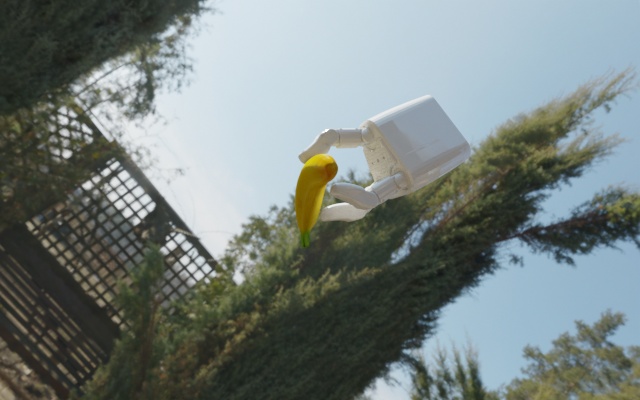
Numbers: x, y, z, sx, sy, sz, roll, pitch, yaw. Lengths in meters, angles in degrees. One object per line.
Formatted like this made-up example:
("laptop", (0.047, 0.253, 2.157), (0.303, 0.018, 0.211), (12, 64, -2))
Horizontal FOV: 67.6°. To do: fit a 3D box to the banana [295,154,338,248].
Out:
("banana", (-0.007, -0.012, 0.612), (0.037, 0.069, 0.198), (-13, -28, -16))
